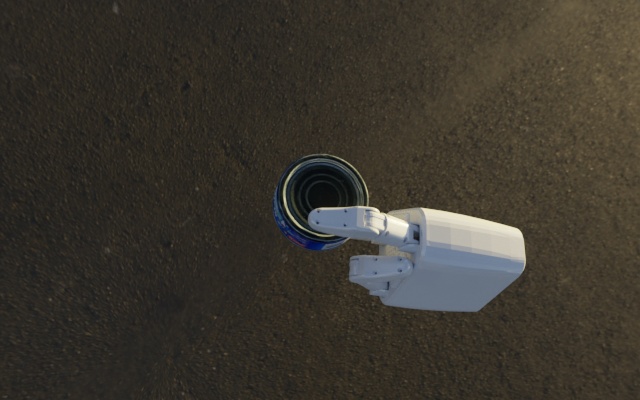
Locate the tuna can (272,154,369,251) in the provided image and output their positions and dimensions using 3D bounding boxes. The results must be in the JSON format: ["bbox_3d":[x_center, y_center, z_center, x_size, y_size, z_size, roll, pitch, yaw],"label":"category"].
[{"bbox_3d":[0.000,0.001,0.438,0.086,0.086,0.034,0,-18,-12],"label":"tuna can"}]
